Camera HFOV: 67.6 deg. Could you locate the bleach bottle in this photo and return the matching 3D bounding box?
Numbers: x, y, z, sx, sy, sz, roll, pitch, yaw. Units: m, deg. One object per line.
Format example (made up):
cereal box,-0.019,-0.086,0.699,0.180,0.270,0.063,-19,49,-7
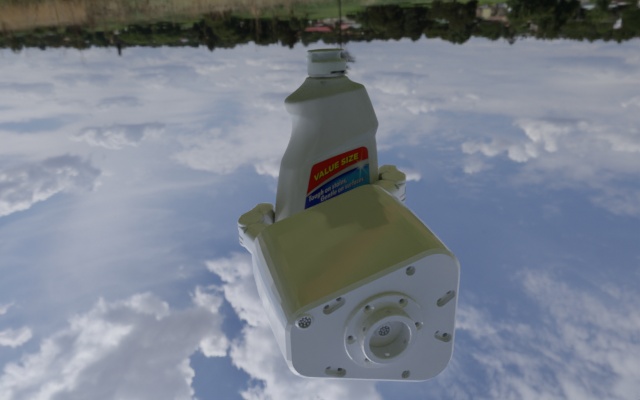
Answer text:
bleach bottle,0.000,0.001,0.413,0.102,0.251,0.068,-8,22,-15
